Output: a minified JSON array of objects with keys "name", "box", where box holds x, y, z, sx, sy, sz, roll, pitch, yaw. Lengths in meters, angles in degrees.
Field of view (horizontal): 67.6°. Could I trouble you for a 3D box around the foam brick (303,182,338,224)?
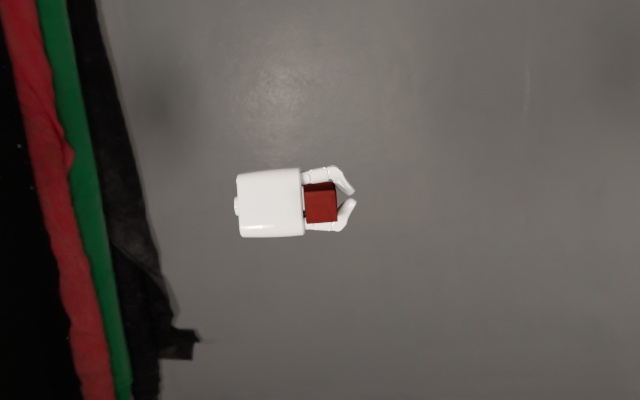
[{"name":"foam brick","box":[0.000,0.002,0.772,0.051,0.053,0.078,-4,12,0]}]
